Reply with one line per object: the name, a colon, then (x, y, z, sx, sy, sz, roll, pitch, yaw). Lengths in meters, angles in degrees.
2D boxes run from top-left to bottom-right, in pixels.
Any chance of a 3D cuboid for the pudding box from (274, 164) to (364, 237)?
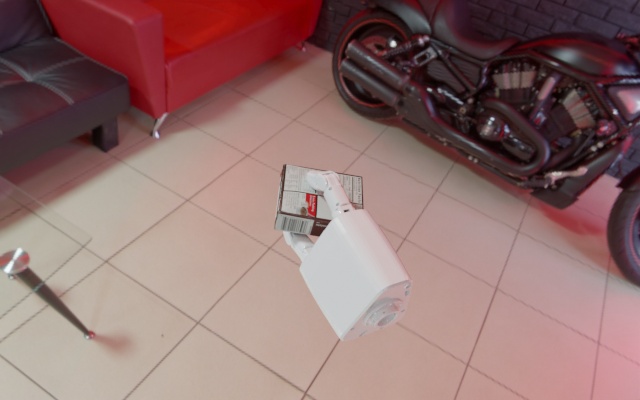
pudding box: (0.000, 0.002, 0.627, 0.113, 0.090, 0.039, 11, -43, -9)
